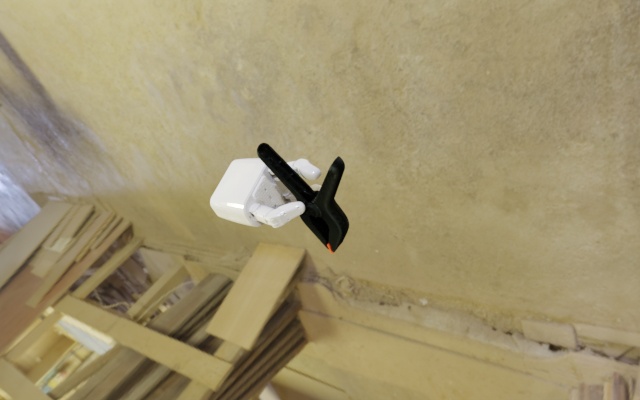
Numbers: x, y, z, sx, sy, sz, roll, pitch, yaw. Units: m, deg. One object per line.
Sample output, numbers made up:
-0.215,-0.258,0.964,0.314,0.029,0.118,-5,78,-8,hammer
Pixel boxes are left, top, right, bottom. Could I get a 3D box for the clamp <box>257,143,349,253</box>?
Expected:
0.000,0.003,0.735,0.164,0.210,0.036,10,47,45,clamp
